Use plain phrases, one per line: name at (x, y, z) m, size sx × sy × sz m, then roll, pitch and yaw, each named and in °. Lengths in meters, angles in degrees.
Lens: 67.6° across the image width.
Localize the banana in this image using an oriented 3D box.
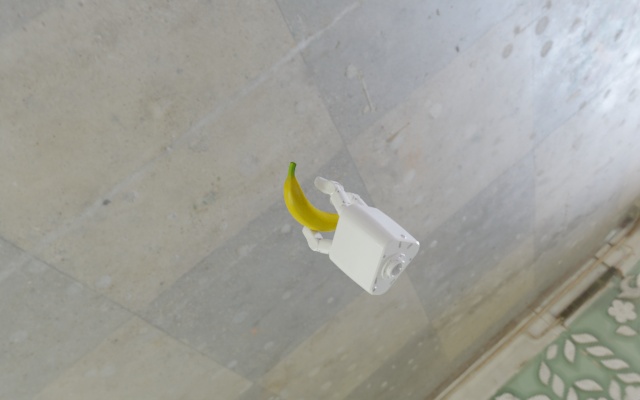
banana at (-0.013, 0.015, 0.846) m, size 0.037 × 0.069 × 0.198 m, roll 32°, pitch -11°, yaw 42°
